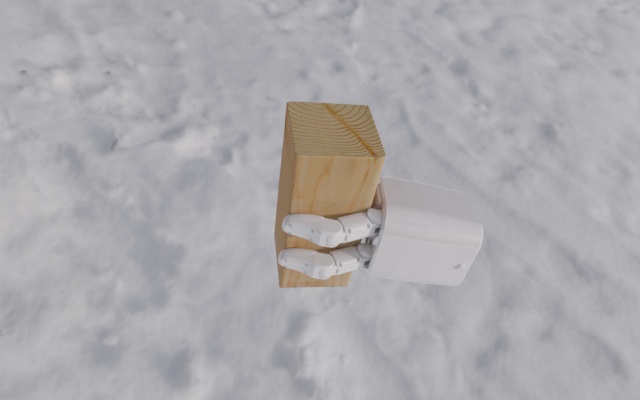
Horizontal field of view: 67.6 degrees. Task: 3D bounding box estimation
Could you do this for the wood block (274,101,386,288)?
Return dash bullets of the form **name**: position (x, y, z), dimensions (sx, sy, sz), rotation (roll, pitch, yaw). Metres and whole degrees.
- **wood block**: position (0.000, 0.001, 0.541), dimensions (0.090, 0.206, 0.090), rotation (0, 44, -10)
